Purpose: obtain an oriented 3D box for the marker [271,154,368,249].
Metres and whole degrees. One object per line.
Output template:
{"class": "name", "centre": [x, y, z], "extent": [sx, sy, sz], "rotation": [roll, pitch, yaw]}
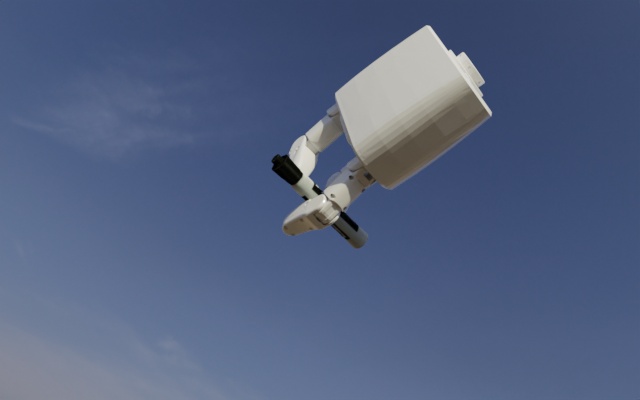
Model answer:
{"class": "marker", "centre": [0.000, 0.001, 0.438], "extent": [0.121, 0.020, 0.020], "rotation": [44, -22, -25]}
